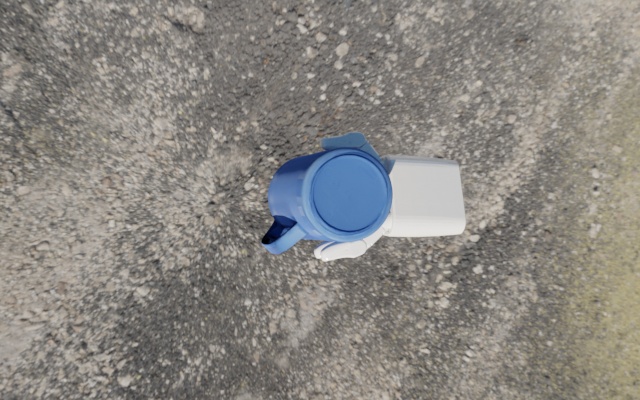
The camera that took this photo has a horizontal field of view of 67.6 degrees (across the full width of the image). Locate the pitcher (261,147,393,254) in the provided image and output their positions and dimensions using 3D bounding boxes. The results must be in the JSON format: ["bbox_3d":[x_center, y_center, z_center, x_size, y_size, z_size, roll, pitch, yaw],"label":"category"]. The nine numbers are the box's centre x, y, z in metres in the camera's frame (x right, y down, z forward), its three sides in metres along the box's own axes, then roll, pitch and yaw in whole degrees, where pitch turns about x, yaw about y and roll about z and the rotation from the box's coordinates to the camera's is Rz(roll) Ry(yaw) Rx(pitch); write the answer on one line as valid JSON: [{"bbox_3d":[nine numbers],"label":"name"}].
[{"bbox_3d":[0.000,0.002,0.644,0.145,0.149,0.243,1,-1,-12],"label":"pitcher"}]
